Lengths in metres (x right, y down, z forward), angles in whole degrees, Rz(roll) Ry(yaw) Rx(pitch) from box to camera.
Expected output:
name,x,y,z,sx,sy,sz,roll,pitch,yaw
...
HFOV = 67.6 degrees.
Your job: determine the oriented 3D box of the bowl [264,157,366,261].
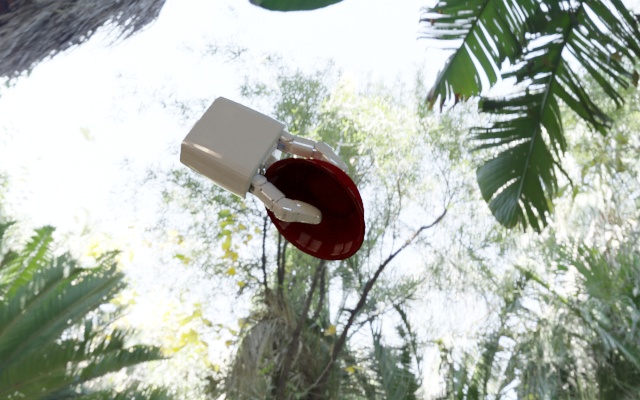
name,x,y,z,sx,sy,sz,roll,pitch,yaw
bowl,0.001,0.003,0.648,0.162,0.162,0.055,0,32,37
